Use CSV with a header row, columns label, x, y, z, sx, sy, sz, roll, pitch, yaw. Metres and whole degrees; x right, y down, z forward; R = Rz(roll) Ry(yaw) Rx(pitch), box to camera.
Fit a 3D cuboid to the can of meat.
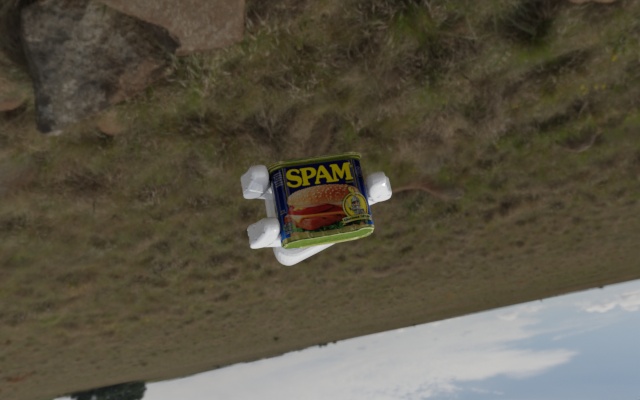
label,x,y,z,sx,sy,sz,roll,pitch,yaw
can of meat,0.000,0.002,0.502,0.102,0.084,0.057,-8,-14,-11
